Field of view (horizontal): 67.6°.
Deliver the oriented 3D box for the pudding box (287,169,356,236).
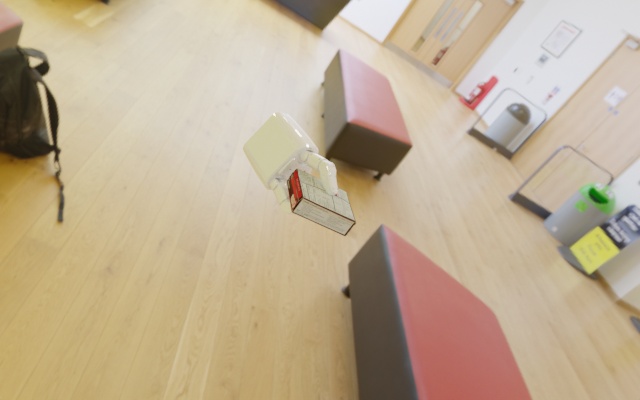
[{"bbox_3d":[0.000,0.003,0.812,0.113,0.039,0.090,24,30,-25],"label":"pudding box"}]
